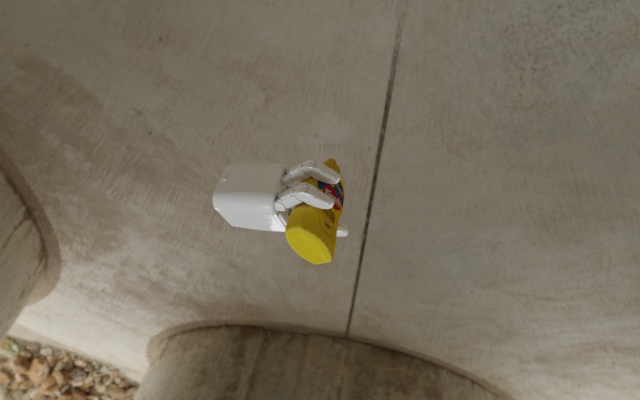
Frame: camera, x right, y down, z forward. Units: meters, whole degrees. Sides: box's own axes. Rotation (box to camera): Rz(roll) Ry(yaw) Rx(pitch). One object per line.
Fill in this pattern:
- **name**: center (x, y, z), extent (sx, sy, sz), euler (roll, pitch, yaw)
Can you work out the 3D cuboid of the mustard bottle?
- **mustard bottle**: center (0.000, 0.003, 0.790), extent (0.058, 0.191, 0.096), euler (-16, -48, 32)
